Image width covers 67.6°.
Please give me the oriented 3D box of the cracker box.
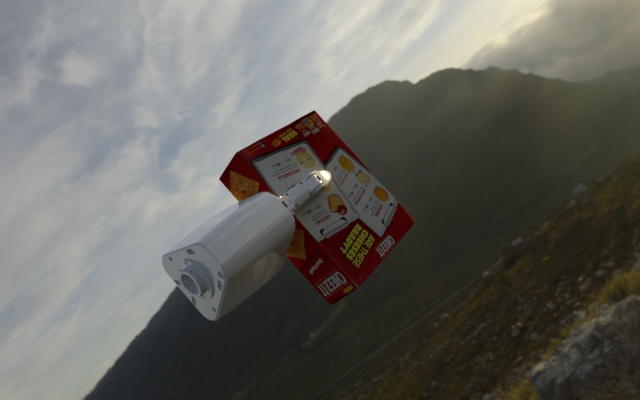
[{"bbox_3d":[0.000,0.002,0.628,0.164,0.213,0.072,-39,-4,-45],"label":"cracker box"}]
